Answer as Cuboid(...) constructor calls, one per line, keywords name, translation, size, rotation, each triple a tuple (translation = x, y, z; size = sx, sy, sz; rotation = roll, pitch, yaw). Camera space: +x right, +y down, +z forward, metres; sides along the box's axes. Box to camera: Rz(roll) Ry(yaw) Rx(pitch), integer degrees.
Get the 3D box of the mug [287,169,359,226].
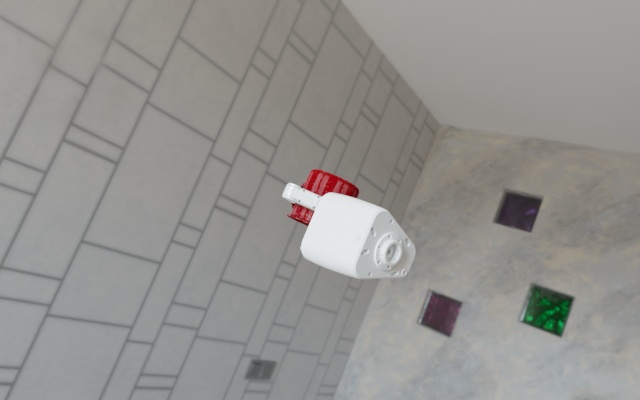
Cuboid(name="mug", translation=(-0.001, 0.002, 0.732), size=(0.093, 0.081, 0.117), rotation=(29, -7, -40))
